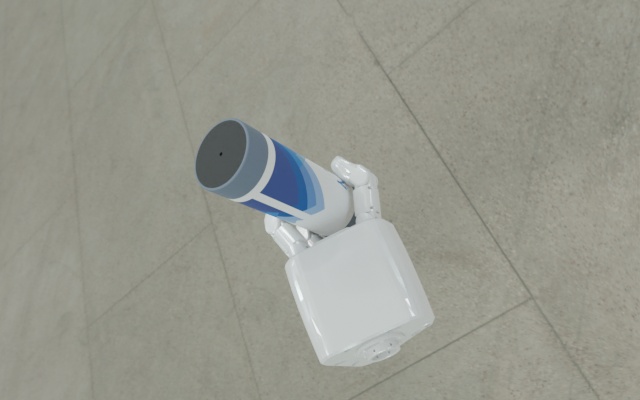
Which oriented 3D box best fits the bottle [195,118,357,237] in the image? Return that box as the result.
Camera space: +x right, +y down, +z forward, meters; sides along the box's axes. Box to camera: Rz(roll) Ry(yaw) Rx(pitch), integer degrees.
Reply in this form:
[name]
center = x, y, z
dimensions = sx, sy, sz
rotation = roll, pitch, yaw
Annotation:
[bottle]
center = 0.000, 0.002, 0.519
dimensions = 0.069, 0.069, 0.296
rotation = 0, -16, 37
